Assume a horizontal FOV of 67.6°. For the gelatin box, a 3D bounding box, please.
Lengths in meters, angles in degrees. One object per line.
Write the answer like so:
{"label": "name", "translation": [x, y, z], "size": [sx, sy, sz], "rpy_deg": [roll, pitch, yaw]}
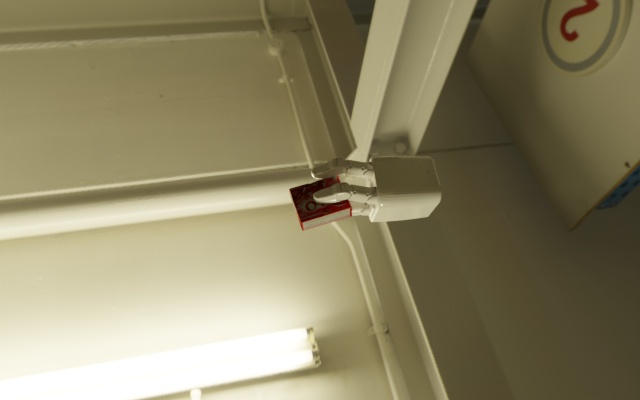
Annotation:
{"label": "gelatin box", "translation": [0.000, 0.003, 0.793], "size": [0.089, 0.073, 0.030], "rpy_deg": [-17, -34, -7]}
